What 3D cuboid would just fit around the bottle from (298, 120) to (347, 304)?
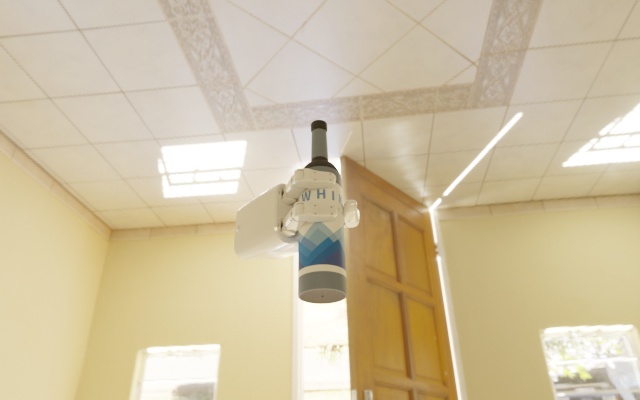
[{"bbox_3d":[0.000,0.003,0.717,0.069,0.295,0.069,-1,-30,-1],"label":"bottle"}]
